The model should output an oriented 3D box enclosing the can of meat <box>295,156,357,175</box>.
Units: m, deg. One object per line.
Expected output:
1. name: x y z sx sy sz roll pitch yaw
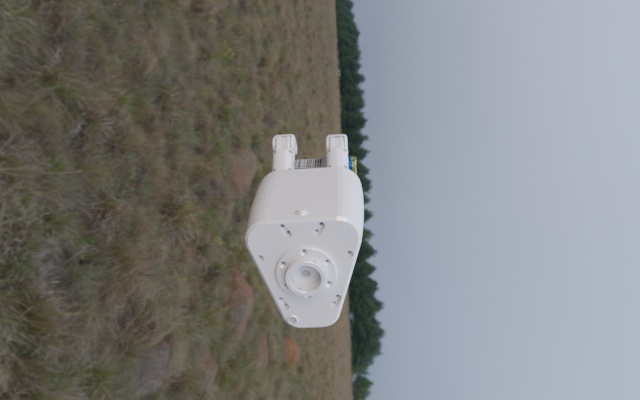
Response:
1. can of meat: 0.000 0.002 0.530 0.084 0.102 0.057 -3 21 4
